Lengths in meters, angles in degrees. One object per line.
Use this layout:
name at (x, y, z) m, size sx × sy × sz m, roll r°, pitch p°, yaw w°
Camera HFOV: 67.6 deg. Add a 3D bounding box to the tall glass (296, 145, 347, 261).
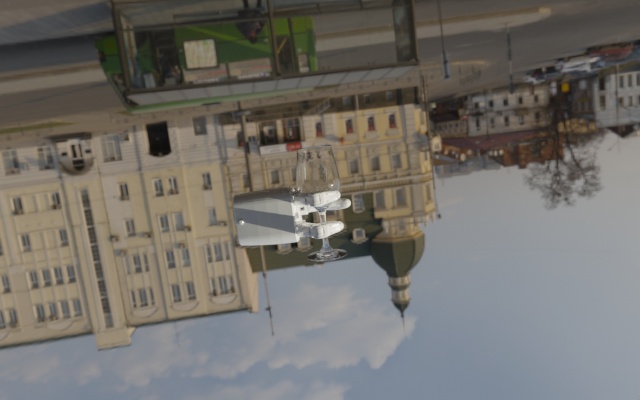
tall glass at (0.000, 0.003, 0.861) m, size 0.079 × 0.201 × 0.079 m, roll -7°, pitch 8°, yaw 1°
